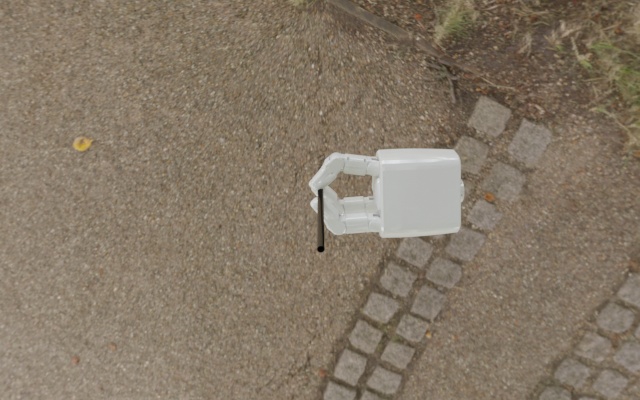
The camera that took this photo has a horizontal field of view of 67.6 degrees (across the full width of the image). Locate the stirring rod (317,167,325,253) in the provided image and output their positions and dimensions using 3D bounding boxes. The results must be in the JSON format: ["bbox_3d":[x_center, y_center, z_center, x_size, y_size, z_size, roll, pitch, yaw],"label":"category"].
[{"bbox_3d":[0.000,0.002,0.612,0.011,0.011,0.239,0,24,0],"label":"stirring rod"}]
